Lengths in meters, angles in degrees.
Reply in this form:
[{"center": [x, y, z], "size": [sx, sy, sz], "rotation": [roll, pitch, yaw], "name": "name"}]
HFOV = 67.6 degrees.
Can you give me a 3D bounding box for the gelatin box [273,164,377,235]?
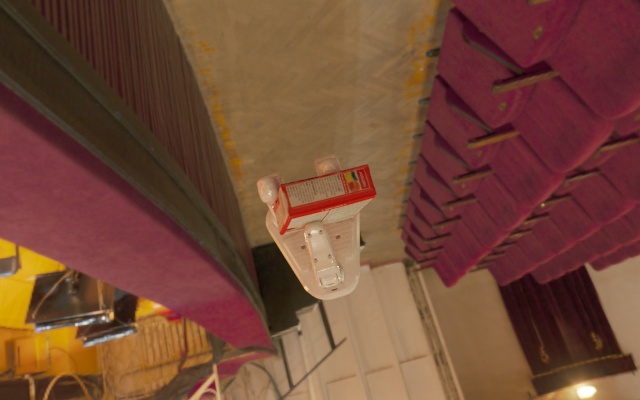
[{"center": [0.000, 0.002, 0.409], "size": [0.073, 0.030, 0.089], "rotation": [-13, -11, -12], "name": "gelatin box"}]
